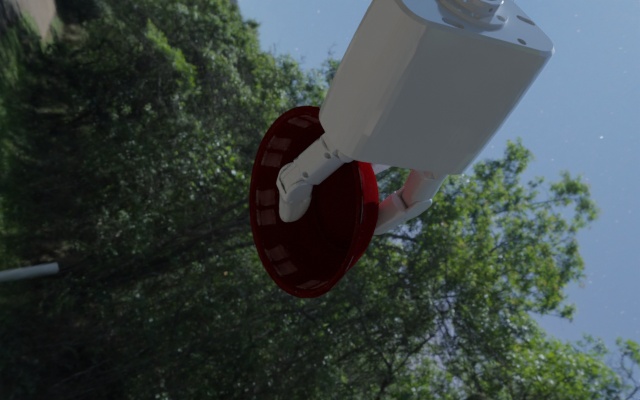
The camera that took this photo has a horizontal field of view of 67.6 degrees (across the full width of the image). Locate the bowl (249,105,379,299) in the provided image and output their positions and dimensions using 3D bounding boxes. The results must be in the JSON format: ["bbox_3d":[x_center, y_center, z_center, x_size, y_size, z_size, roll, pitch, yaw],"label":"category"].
[{"bbox_3d":[0.000,0.002,0.419,0.055,0.162,0.162,0,0,-38],"label":"bowl"}]
